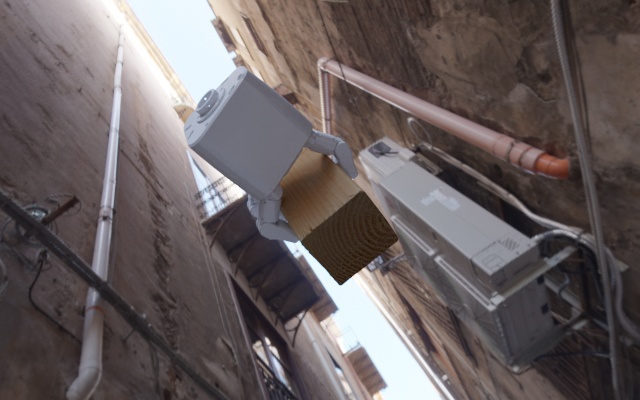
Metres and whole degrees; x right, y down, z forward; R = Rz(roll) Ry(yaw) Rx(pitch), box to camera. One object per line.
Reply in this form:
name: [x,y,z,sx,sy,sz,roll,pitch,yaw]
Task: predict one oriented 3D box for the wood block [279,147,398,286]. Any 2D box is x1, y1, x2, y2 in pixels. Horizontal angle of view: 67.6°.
wood block: [0.000,0.001,0.614,0.091,0.090,0.206,-39,33,0]
